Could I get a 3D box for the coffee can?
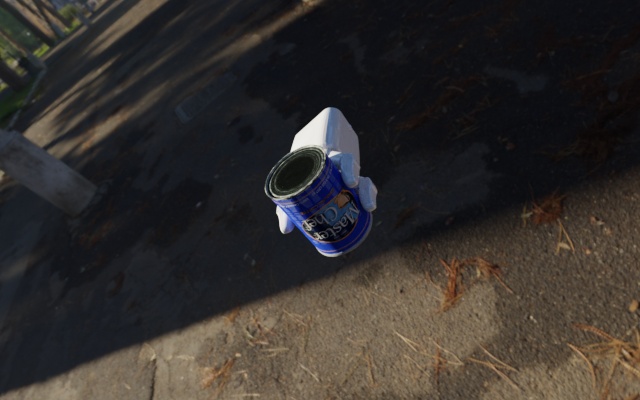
[{"bbox_3d":[0.000,0.003,0.708,0.103,0.102,0.140,0,-39,42],"label":"coffee can"}]
